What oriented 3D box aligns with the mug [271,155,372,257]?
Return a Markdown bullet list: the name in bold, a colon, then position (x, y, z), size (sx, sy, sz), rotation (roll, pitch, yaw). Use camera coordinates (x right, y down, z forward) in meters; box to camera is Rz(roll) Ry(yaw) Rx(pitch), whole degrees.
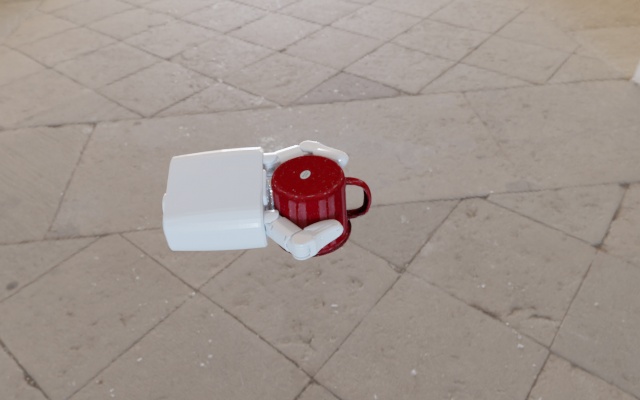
- **mug**: position (0.002, 0.002, 0.541), size (0.117, 0.082, 0.093), rotation (-5, 40, -2)
